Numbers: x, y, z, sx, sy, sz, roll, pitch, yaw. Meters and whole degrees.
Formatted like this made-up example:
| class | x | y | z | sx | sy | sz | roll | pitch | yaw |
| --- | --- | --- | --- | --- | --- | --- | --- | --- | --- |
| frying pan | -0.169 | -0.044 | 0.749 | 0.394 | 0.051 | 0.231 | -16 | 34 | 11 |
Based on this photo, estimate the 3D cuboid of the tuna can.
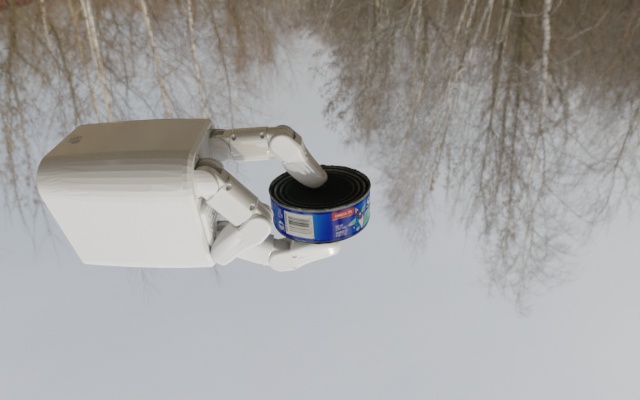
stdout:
| class | x | y | z | sx | sy | sz | roll | pitch | yaw |
| --- | --- | --- | --- | --- | --- | --- | --- | --- | --- |
| tuna can | 0.000 | 0.002 | 0.408 | 0.086 | 0.034 | 0.086 | -3 | 28 | 1 |
